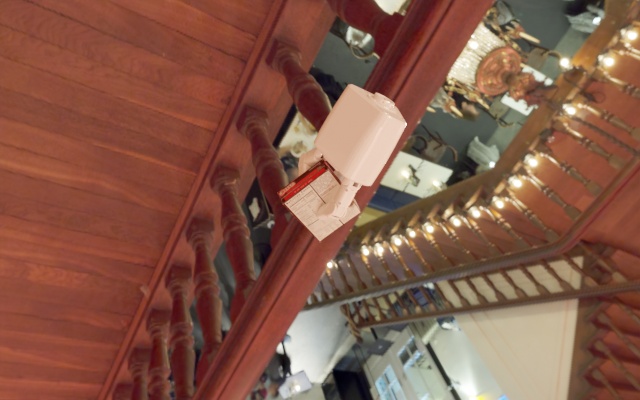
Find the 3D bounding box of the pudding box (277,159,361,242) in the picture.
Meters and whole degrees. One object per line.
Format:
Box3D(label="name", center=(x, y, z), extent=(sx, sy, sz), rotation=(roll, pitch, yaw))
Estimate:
Box3D(label="pudding box", center=(0.000, 0.003, 0.761), extent=(0.090, 0.113, 0.039), rotation=(-36, 36, 6))
